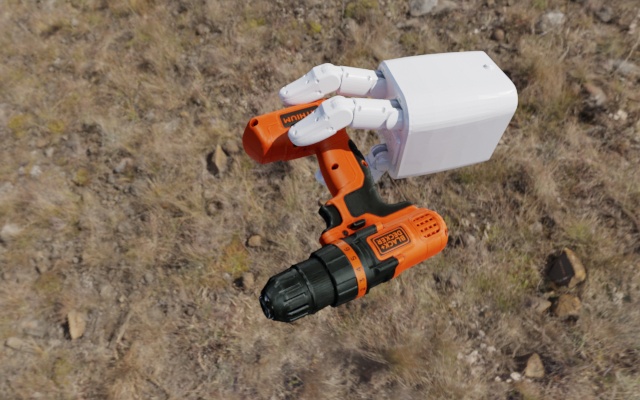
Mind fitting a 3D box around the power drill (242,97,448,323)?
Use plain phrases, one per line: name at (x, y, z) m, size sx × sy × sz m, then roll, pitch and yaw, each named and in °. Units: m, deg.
power drill at (0.000, 0.001, 0.438) m, size 0.184 × 0.187 × 0.057 m, roll -20°, pitch -22°, yaw -26°
